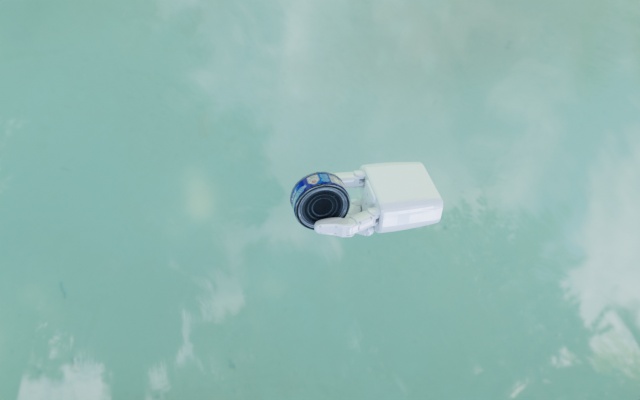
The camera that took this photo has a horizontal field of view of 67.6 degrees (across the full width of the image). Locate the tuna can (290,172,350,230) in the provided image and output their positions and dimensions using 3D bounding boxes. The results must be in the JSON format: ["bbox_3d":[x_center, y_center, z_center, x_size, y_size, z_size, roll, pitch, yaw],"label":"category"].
[{"bbox_3d":[0.000,0.003,0.705,0.086,0.086,0.033,0,35,-16],"label":"tuna can"}]
